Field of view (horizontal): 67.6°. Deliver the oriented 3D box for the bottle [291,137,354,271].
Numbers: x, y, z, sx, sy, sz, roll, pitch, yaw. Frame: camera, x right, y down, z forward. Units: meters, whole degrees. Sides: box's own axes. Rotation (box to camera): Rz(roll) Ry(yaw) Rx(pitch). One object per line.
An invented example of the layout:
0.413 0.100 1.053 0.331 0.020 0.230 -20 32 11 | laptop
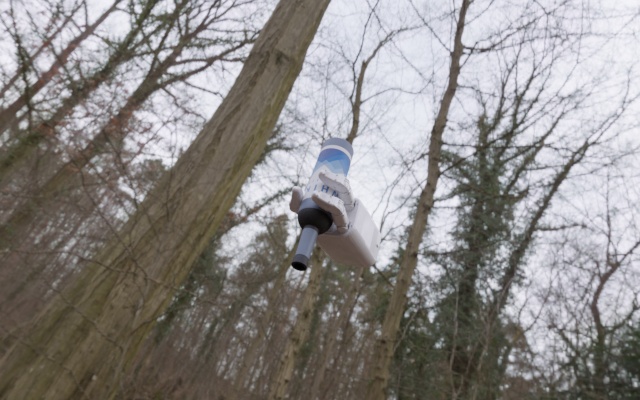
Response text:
0.000 0.003 0.889 0.069 0.295 0.069 11 -40 9 | bottle
